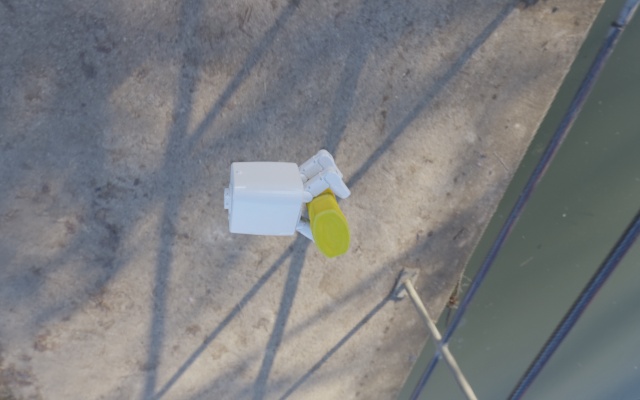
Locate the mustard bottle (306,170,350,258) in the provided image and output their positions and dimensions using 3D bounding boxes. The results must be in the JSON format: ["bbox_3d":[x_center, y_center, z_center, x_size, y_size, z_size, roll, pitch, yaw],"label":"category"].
[{"bbox_3d":[0.001,0.003,0.801,0.058,0.096,0.191,-19,35,0],"label":"mustard bottle"}]
